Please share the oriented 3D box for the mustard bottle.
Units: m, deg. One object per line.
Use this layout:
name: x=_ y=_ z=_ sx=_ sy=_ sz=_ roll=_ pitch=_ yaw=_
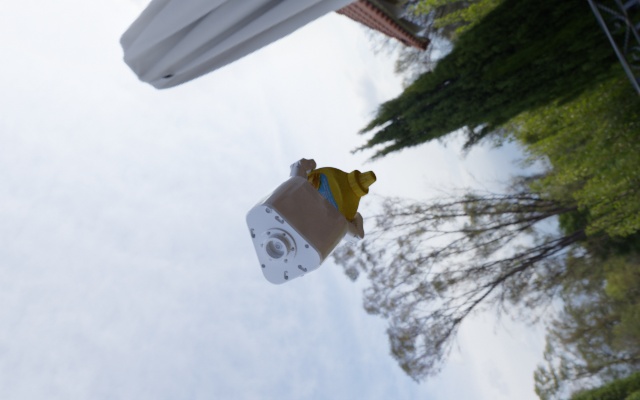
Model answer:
mustard bottle: x=0.000 y=0.002 z=0.728 sx=0.192 sy=0.096 sz=0.058 roll=-27 pitch=-15 yaw=27
